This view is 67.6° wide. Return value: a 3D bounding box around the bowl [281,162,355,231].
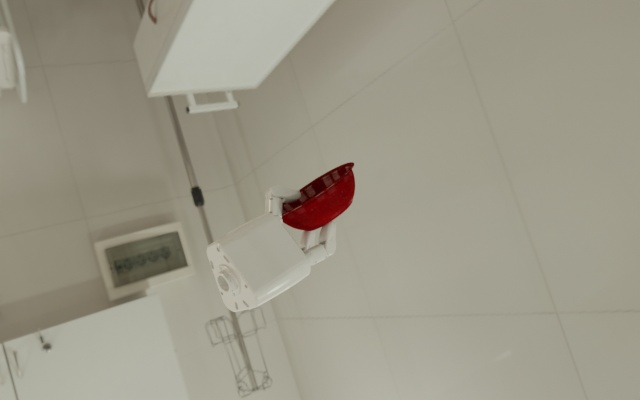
[{"bbox_3d":[0.001,0.002,0.791,0.162,0.055,0.162,-33,10,7],"label":"bowl"}]
